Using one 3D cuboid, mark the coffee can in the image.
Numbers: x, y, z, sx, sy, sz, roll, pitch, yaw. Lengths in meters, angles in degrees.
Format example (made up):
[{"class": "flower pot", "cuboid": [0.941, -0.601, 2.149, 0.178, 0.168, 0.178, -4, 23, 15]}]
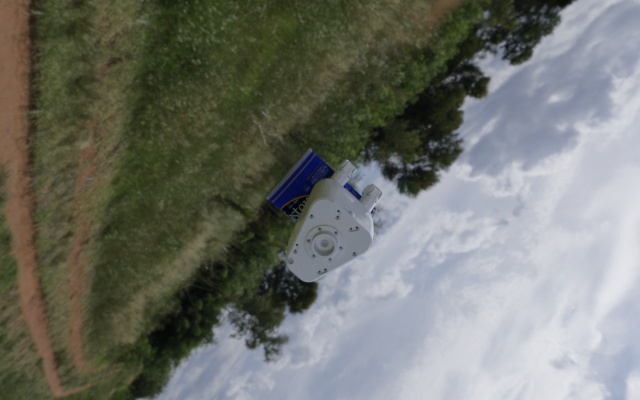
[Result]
[{"class": "coffee can", "cuboid": [0.000, 0.002, 0.740, 0.140, 0.103, 0.103, 42, -6, -6]}]
